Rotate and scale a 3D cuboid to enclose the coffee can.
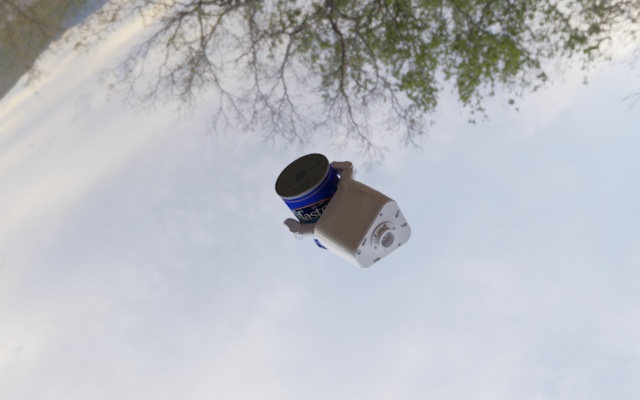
[{"bbox_3d":[0.000,0.003,0.831,0.103,0.102,0.140,0,-42,39],"label":"coffee can"}]
